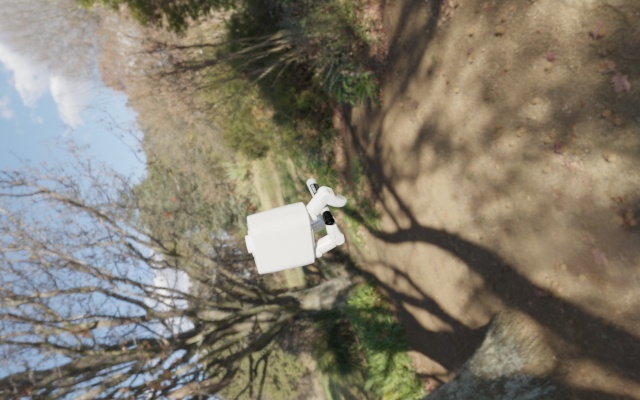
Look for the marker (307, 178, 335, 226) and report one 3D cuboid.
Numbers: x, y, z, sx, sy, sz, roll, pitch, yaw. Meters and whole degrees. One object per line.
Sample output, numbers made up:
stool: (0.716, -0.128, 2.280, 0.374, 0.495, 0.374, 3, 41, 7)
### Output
marker: (0.000, 0.003, 0.878, 0.020, 0.020, 0.121, 0, 40, -23)
